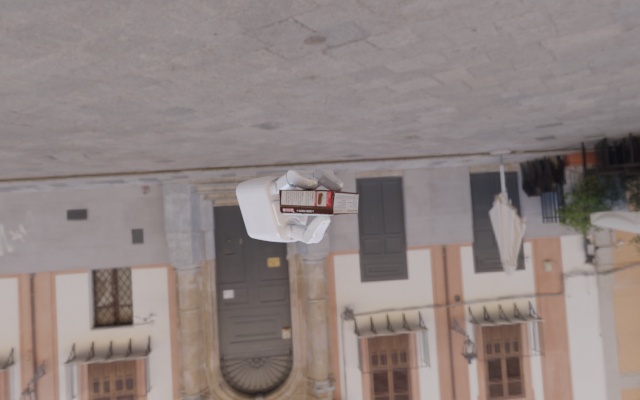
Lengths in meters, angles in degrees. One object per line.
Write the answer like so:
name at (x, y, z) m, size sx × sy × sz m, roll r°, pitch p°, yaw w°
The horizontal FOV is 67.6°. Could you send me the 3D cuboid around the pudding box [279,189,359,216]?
pudding box at (0.000, 0.003, 0.734) m, size 0.090 × 0.039 × 0.113 m, roll 1°, pitch 2°, yaw 22°
